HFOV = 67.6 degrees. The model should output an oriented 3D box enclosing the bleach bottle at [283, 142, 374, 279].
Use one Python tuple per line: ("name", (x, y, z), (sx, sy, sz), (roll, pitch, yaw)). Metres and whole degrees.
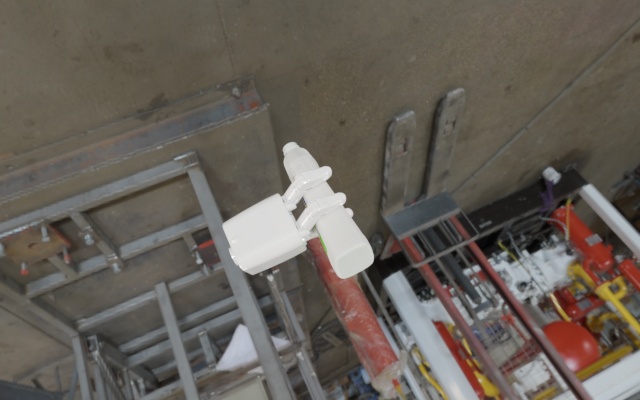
("bleach bottle", (0.000, 0.003, 0.807), (0.068, 0.250, 0.103), (-28, -30, -3))
